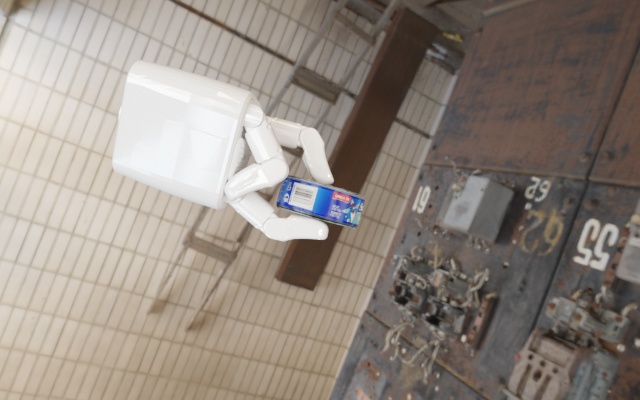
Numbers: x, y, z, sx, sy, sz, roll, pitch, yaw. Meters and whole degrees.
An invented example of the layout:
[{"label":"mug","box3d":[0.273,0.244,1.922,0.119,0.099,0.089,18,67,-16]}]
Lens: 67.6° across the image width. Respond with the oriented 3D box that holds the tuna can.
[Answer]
[{"label":"tuna can","box3d":[0.000,0.002,0.477,0.086,0.034,0.086,15,-1,0]}]
